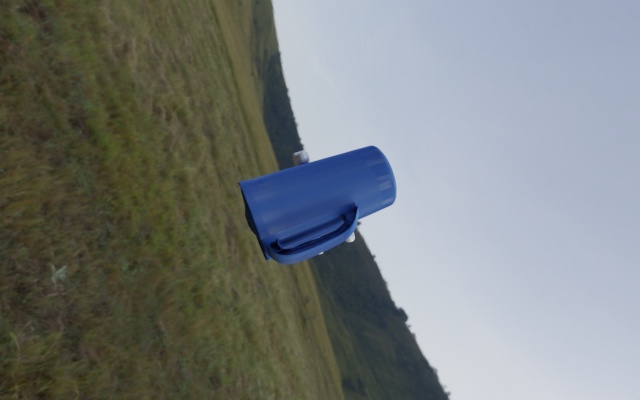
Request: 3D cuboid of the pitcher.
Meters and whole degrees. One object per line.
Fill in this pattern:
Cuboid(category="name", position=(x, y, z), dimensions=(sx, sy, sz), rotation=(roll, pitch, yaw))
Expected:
Cuboid(category="pitcher", position=(0.000, 0.003, 0.776), dimensions=(0.243, 0.149, 0.145), rotation=(-20, -2, -10))
